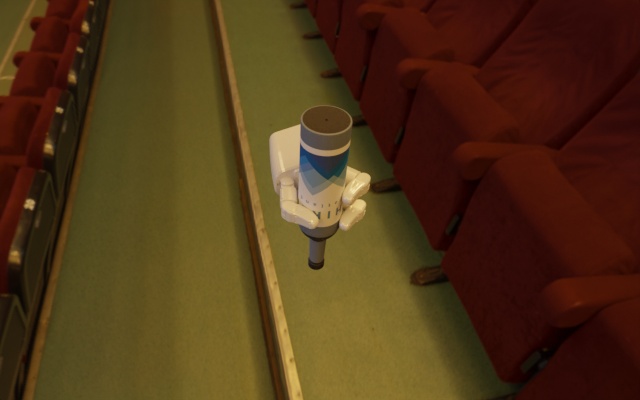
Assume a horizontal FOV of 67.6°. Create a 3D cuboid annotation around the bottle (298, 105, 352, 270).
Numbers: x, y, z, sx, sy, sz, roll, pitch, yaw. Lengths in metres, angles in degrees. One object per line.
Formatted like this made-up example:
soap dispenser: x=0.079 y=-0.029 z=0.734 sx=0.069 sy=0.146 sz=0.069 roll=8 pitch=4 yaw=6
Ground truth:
bottle: x=0.000 y=0.002 z=0.710 sx=0.069 sy=0.296 sz=0.069 roll=2 pitch=44 yaw=-2
